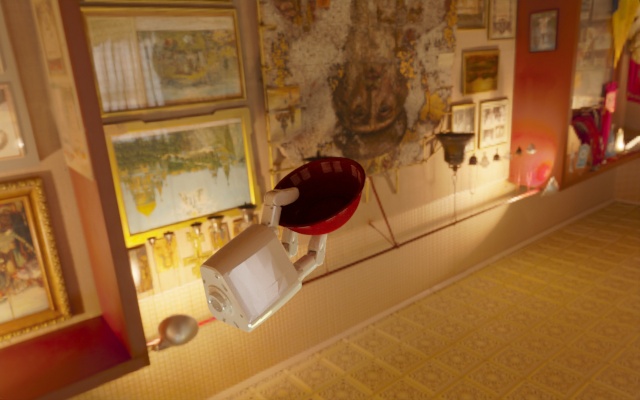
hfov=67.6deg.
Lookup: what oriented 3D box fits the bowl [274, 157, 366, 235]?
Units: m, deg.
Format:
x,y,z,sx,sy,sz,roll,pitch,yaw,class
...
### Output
x,y,z,sx,sy,sz,roll,pitch,yaw,class
0.001,0.002,0.743,0.162,0.055,0.162,-17,37,13,bowl
